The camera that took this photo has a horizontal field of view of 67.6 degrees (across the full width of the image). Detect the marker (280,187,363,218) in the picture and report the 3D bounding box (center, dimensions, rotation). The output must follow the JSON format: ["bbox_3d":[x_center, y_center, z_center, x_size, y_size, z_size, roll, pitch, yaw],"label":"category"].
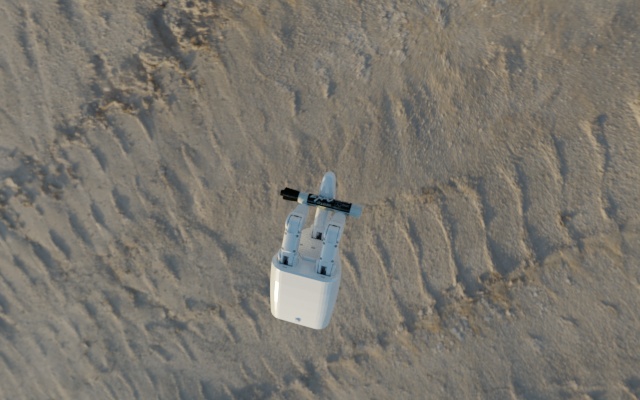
[{"bbox_3d":[0.000,0.002,0.690,0.121,0.020,0.020,14,2,9],"label":"marker"}]
